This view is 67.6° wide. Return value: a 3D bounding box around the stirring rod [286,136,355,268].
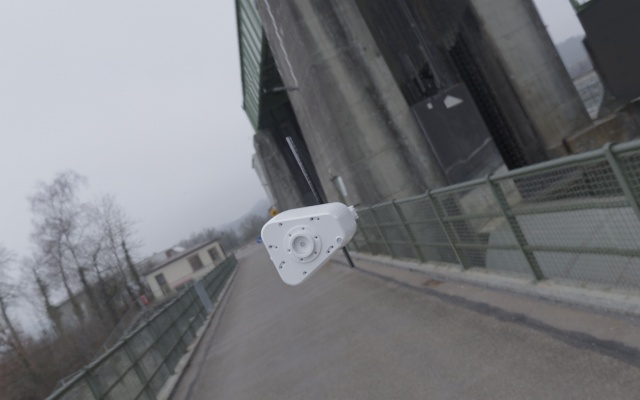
[{"bbox_3d":[0.000,0.003,0.790,0.011,0.239,0.011,-27,0,0],"label":"stirring rod"}]
